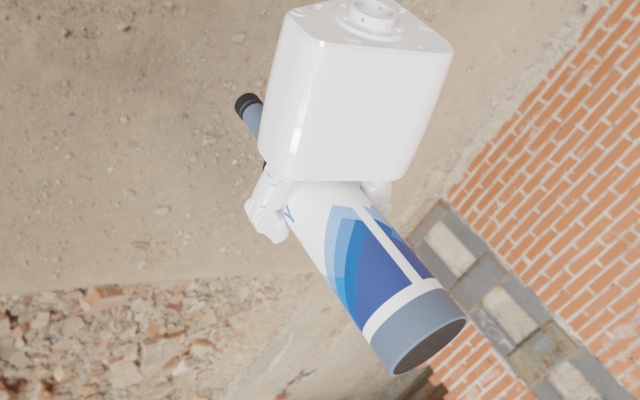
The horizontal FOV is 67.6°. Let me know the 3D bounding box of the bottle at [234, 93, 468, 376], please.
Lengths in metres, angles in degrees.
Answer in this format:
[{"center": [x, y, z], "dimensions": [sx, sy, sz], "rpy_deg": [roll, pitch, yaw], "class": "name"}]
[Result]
[{"center": [0.000, 0.002, 0.405], "dimensions": [0.069, 0.069, 0.295], "rpy_deg": [0, 42, -44], "class": "bottle"}]
